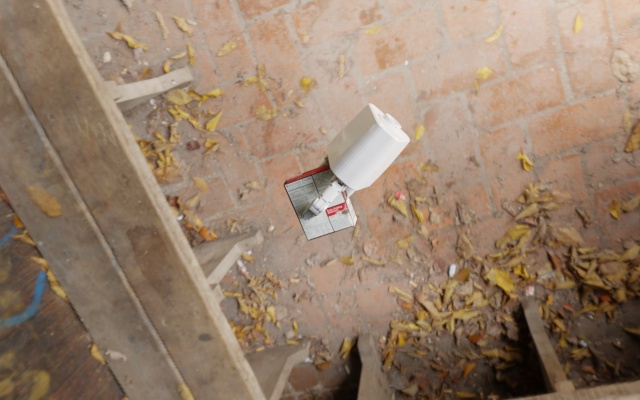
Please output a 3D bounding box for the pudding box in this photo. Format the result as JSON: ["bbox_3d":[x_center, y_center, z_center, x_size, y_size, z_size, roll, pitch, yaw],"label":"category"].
[{"bbox_3d":[0.000,0.003,0.805,0.090,0.113,0.039,-18,15,13],"label":"pudding box"}]
